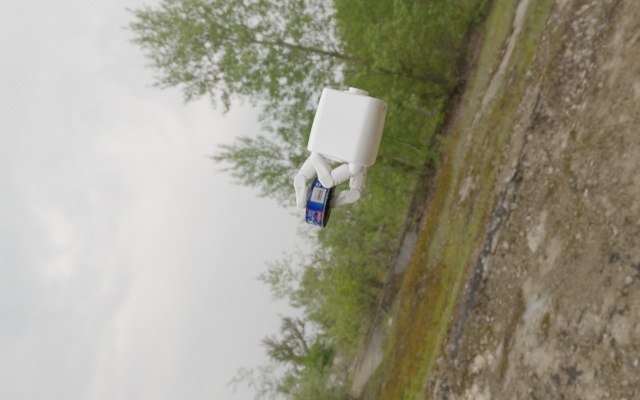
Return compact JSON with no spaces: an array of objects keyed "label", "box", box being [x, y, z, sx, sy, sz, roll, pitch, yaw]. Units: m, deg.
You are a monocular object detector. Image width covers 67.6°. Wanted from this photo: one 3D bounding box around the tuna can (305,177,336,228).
[{"label":"tuna can","box":[0.000,0.003,0.835,0.034,0.086,0.086,12,2,9]}]
